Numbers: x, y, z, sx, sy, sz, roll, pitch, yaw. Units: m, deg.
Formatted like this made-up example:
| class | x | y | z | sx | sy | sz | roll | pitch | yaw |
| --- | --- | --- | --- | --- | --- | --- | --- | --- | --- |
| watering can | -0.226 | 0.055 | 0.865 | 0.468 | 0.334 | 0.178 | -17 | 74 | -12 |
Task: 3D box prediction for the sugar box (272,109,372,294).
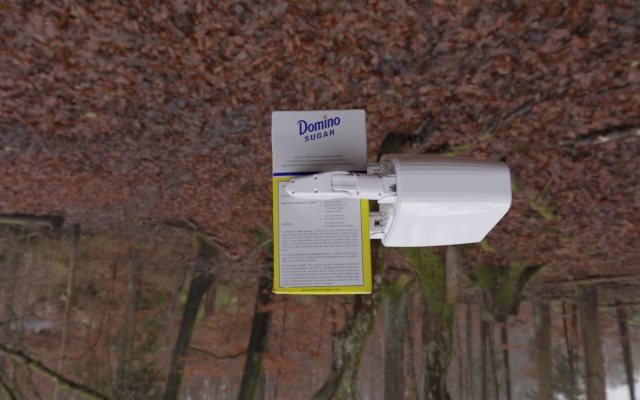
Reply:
| class | x | y | z | sx | sy | sz | roll | pitch | yaw |
| --- | --- | --- | --- | --- | --- | --- | --- | --- | --- |
| sugar box | 0.000 | 0.002 | 0.467 | 0.093 | 0.176 | 0.048 | -1 | -10 | 0 |
